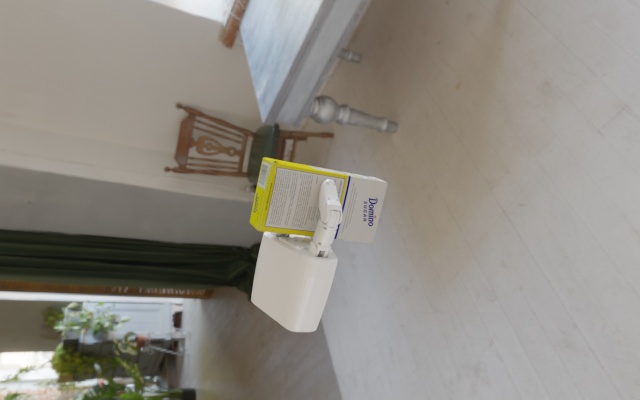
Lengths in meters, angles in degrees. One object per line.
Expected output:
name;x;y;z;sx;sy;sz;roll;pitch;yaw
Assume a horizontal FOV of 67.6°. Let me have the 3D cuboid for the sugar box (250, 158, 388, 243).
sugar box;0.000;0.002;0.653;0.176;0.093;0.048;9;10;-29
